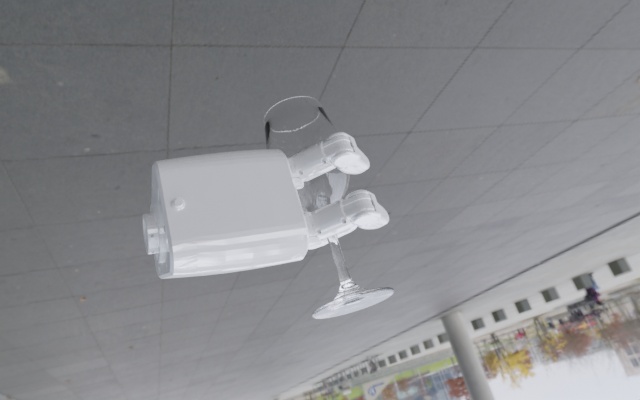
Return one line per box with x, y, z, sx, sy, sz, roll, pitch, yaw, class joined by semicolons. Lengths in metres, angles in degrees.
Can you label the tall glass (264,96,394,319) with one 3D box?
0.000;0.002;0.446;0.079;0.201;0.079;-15;-22;-6;tall glass
